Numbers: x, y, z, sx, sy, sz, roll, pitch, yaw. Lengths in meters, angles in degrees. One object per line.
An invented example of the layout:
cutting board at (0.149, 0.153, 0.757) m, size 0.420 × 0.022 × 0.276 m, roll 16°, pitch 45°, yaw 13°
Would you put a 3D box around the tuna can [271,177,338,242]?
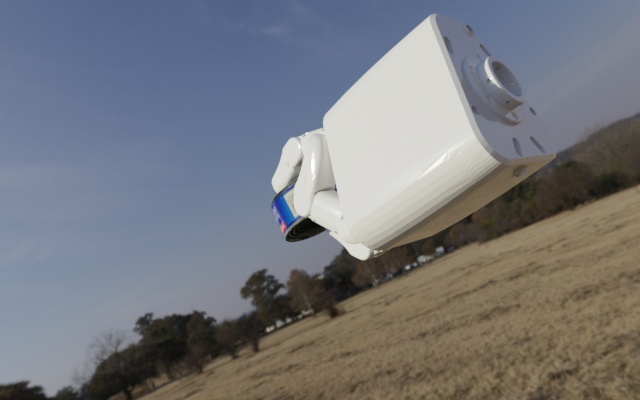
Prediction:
tuna can at (0.000, 0.001, 0.424) m, size 0.086 × 0.033 × 0.086 m, roll -27°, pitch -16°, yaw -8°
